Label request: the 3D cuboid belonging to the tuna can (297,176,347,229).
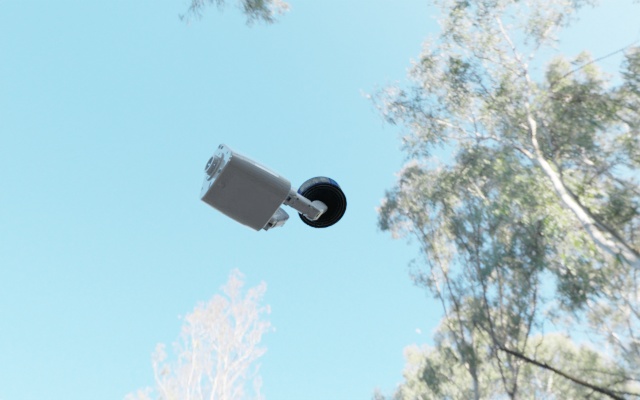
[{"bbox_3d":[0.000,0.002,0.812,0.086,0.086,0.033,0,26,-12],"label":"tuna can"}]
